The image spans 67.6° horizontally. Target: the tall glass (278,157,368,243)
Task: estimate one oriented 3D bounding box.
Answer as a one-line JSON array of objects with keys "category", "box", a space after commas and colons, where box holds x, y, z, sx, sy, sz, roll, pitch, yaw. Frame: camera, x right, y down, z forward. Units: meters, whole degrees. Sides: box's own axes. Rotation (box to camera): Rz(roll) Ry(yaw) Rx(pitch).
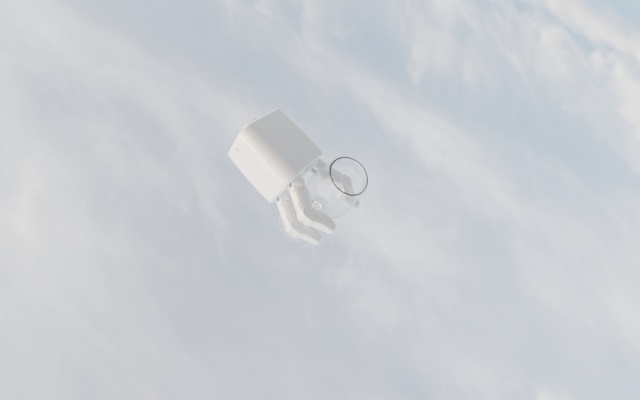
[{"category": "tall glass", "box": [0.000, 0.003, 0.761, 0.079, 0.079, 0.201, 0, -22, -27]}]
